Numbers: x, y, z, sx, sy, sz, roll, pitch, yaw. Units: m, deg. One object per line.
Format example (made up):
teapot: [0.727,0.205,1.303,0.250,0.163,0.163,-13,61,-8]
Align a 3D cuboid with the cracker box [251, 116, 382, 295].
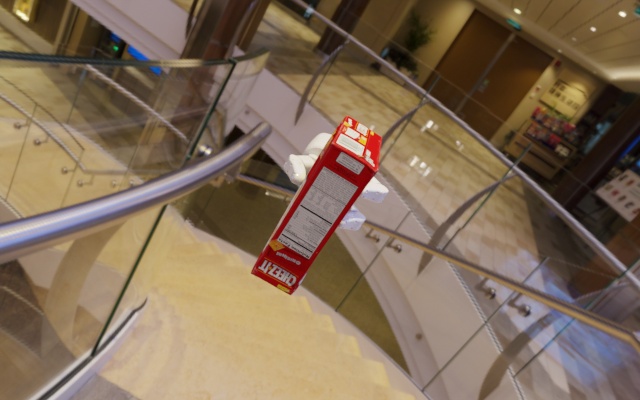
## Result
cracker box: [0.000,0.002,0.662,0.072,0.214,0.164,31,23,-4]
